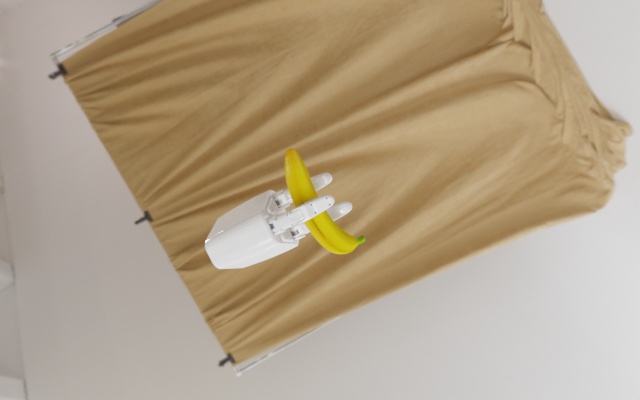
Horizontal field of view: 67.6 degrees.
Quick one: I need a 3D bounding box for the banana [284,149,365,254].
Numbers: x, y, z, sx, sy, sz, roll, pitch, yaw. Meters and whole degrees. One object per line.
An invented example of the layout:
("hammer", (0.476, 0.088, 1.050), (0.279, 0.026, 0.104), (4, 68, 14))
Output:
("banana", (-0.002, 0.016, 0.702), (0.037, 0.198, 0.069), (-21, 29, 30))
